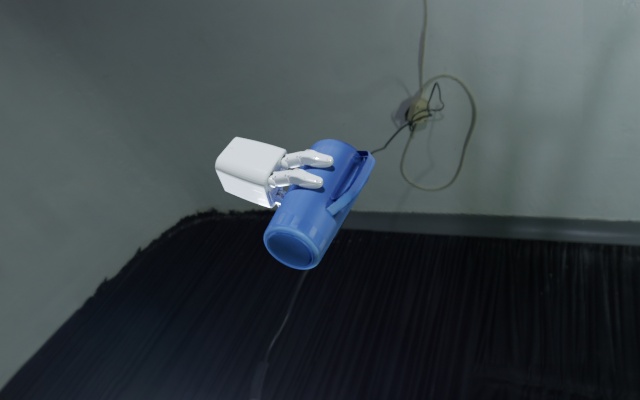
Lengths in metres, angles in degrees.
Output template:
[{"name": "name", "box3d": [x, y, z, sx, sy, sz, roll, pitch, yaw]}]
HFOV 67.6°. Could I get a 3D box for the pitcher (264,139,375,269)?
[{"name": "pitcher", "box3d": [0.000, 0.003, 0.883, 0.145, 0.149, 0.242, 19, 49, 12]}]
